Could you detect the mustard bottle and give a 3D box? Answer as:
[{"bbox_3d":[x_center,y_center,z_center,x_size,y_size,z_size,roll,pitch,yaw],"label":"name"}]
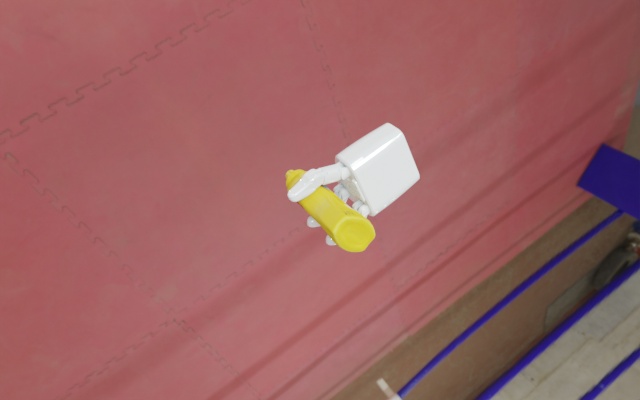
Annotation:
[{"bbox_3d":[0.000,0.003,0.762,0.096,0.058,0.191,31,9,-48],"label":"mustard bottle"}]
